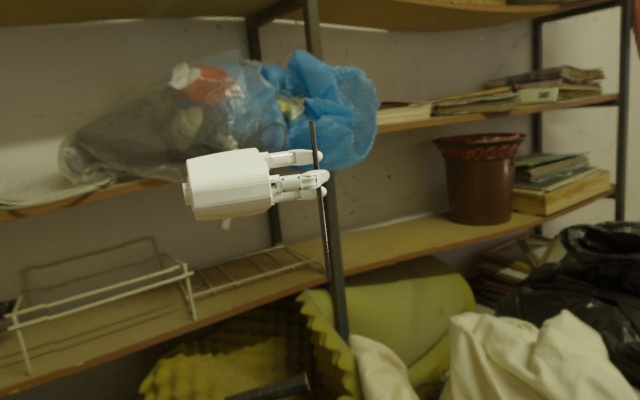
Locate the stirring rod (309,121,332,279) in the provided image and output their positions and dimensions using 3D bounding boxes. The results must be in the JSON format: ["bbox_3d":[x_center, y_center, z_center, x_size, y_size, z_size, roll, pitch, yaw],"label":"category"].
[{"bbox_3d":[0.000,0.002,0.712,0.011,0.239,0.011,-6,12,1],"label":"stirring rod"}]
